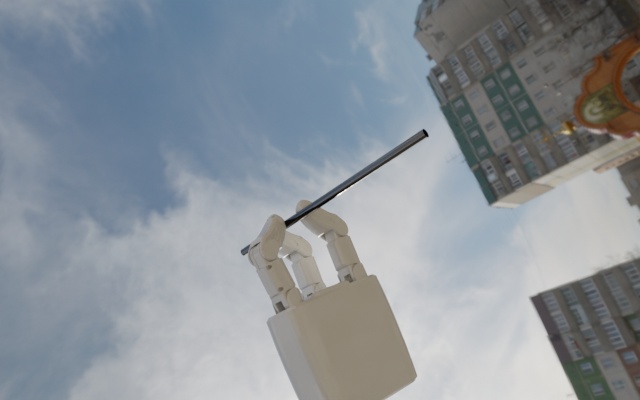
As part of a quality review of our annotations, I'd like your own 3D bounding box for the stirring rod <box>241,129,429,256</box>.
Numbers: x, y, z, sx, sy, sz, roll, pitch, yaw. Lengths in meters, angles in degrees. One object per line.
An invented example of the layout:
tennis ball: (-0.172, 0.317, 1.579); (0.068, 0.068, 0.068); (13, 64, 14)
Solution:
stirring rod: (0.000, 0.001, 0.443); (0.239, 0.011, 0.011); (-33, -21, 35)
